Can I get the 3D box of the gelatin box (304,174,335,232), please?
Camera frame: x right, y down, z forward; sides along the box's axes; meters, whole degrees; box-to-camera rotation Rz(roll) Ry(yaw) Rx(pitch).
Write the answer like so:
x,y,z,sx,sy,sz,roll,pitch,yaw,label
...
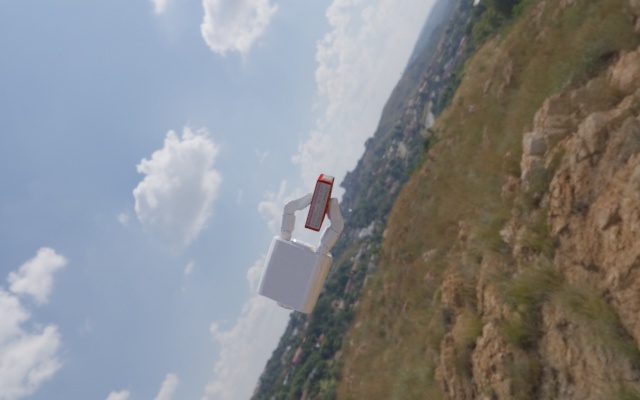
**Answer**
x,y,z,sx,sy,sz,roll,pitch,yaw,label
0.000,0.002,0.837,0.030,0.089,0.073,15,13,3,gelatin box
